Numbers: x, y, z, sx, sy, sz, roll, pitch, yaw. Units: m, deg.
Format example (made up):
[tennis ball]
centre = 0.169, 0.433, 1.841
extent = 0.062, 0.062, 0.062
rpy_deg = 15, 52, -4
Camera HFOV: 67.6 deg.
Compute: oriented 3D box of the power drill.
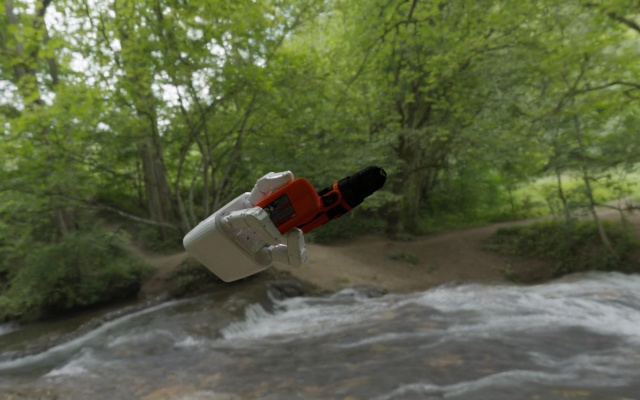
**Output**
[power drill]
centre = 0.000, 0.002, 0.727
extent = 0.184, 0.057, 0.187
rpy_deg = -33, -13, 23
